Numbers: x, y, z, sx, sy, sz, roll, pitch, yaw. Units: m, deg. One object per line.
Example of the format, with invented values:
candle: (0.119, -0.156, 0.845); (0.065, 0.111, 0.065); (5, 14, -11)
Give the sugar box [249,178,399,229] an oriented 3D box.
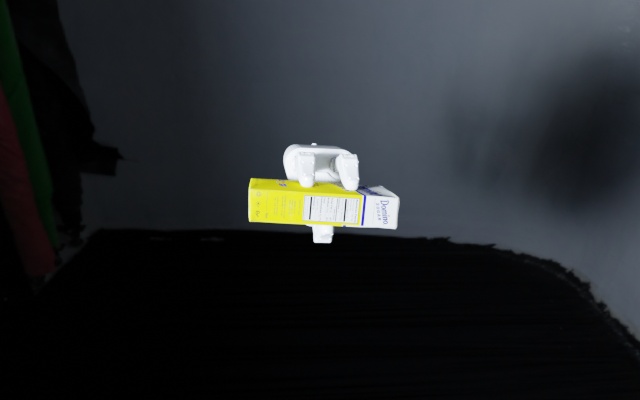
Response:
sugar box: (0.000, 0.001, 0.593); (0.176, 0.048, 0.093); (1, 11, -7)
